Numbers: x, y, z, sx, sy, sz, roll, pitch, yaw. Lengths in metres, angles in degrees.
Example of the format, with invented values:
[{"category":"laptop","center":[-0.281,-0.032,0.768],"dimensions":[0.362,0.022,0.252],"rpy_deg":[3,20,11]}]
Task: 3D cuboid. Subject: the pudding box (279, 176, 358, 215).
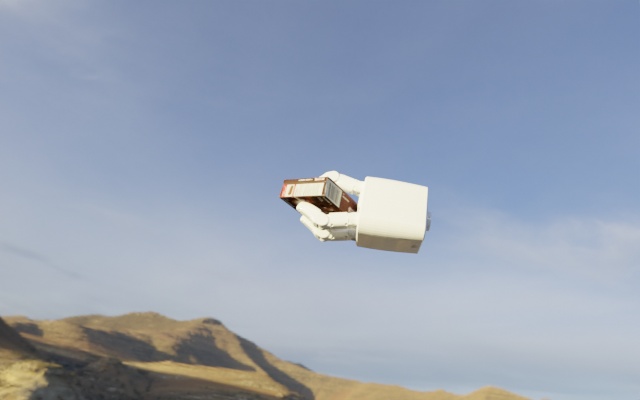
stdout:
[{"category":"pudding box","center":[0.000,0.002,0.798],"dimensions":[0.090,0.039,0.113],"rpy_deg":[-3,-29,33]}]
